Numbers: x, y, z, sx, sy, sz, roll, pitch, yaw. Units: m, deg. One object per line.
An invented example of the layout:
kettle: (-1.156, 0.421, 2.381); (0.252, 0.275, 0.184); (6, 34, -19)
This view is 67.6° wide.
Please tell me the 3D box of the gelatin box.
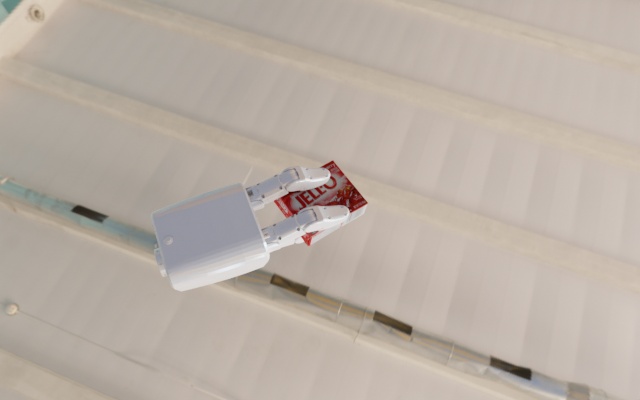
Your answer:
gelatin box: (0.000, 0.002, 0.573); (0.089, 0.073, 0.030); (-29, -22, -24)
